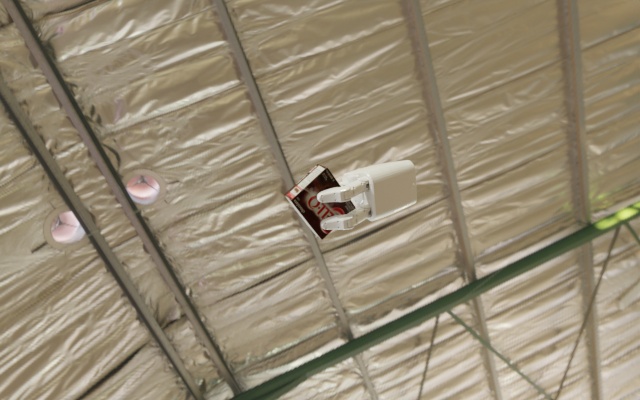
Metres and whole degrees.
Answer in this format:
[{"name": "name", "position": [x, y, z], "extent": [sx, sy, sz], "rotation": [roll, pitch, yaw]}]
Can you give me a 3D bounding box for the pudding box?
[{"name": "pudding box", "position": [0.000, 0.003, 0.876], "extent": [0.090, 0.113, 0.039], "rotation": [-44, 31, -10]}]
